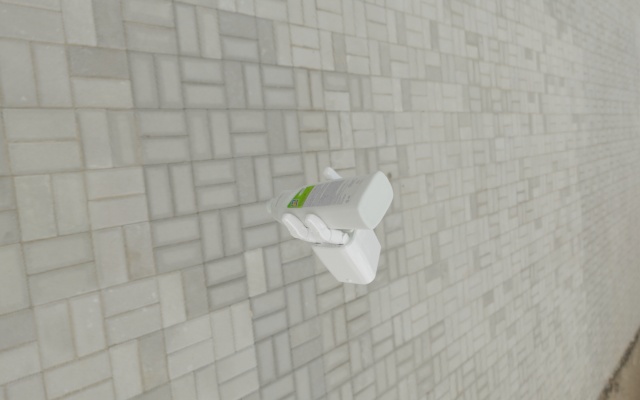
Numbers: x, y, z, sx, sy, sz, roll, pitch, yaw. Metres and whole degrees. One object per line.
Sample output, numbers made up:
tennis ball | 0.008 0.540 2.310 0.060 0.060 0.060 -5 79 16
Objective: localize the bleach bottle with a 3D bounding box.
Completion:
bleach bottle | 0.000 0.003 0.863 0.251 0.068 0.102 -1 43 42
